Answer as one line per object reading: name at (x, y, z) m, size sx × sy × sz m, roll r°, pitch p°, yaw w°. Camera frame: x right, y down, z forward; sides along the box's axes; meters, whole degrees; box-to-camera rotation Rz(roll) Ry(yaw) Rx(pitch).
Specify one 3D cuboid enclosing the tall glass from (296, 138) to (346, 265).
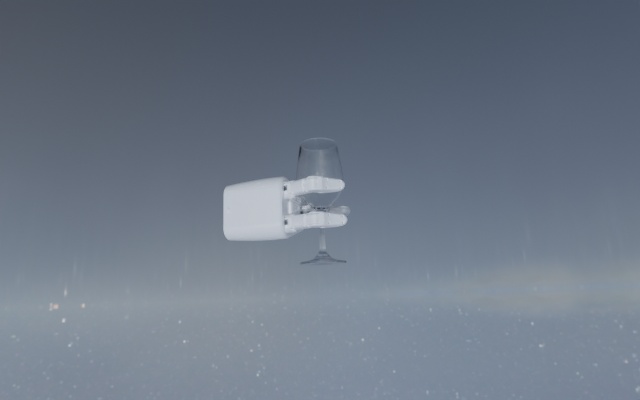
tall glass at (0.000, 0.003, 0.777) m, size 0.079 × 0.201 × 0.079 m, roll -2°, pitch -11°, yaw 0°
